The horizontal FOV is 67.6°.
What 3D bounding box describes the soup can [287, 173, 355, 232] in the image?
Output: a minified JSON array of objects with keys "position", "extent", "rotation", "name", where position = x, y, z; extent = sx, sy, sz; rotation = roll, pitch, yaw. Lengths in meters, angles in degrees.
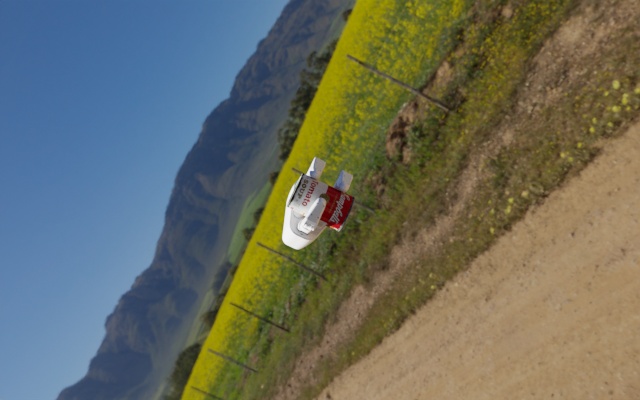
[{"position":[0.000,0.003,0.838],"extent":[0.102,0.068,0.068],"rotation":[26,-3,-6],"name":"soup can"}]
